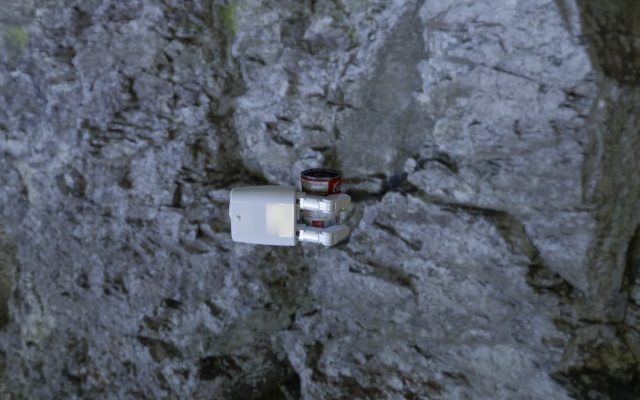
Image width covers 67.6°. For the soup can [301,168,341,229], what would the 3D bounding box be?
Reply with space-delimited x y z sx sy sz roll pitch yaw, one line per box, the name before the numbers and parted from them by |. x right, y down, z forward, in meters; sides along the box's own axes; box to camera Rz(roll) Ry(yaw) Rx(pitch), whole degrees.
soup can | 0.001 0.003 0.807 0.068 0.102 0.068 1 17 0
